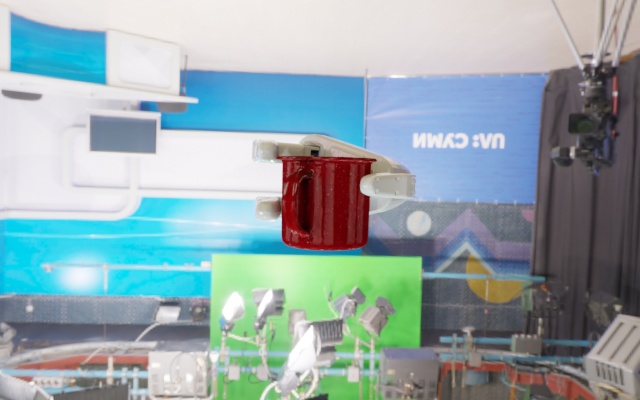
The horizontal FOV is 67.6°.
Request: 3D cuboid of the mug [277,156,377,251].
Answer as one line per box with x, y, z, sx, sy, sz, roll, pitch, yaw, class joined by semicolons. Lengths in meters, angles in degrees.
0.000;0.002;0.433;0.093;0.081;0.117;3;4;23;mug
